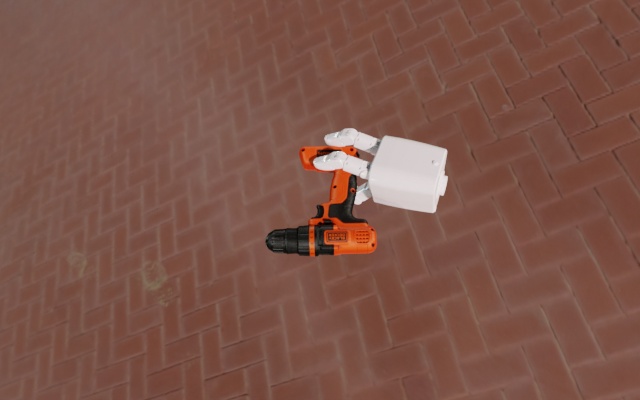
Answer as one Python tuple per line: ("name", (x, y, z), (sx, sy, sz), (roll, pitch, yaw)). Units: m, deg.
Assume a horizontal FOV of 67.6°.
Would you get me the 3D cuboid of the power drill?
("power drill", (0.000, 0.002, 0.813), (0.184, 0.187, 0.057), (0, -16, -1))
